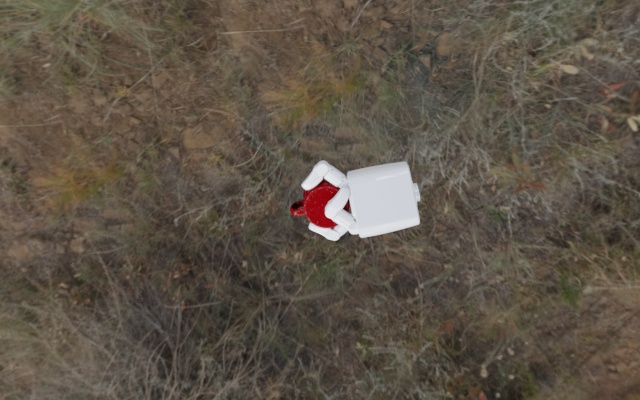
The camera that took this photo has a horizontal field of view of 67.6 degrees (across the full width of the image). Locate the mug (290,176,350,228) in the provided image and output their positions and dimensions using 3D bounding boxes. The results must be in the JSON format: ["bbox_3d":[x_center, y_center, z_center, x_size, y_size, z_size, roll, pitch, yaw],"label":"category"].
[{"bbox_3d":[-0.001,0.003,0.871,0.117,0.093,0.081,-13,17,6],"label":"mug"}]
